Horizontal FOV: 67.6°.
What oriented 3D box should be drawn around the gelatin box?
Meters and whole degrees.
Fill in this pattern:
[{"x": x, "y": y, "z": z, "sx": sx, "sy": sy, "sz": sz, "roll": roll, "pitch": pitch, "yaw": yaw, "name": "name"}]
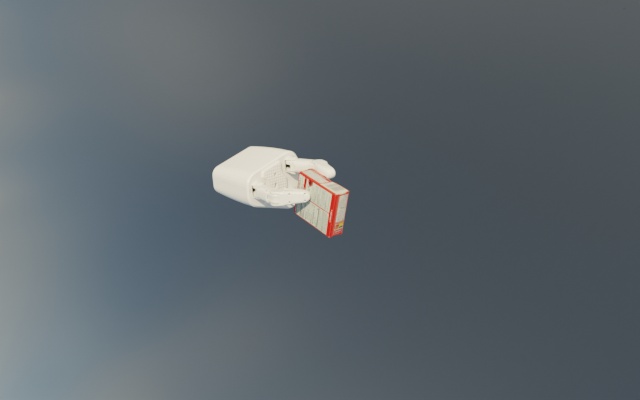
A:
[{"x": 0.000, "y": 0.003, "z": 0.720, "sx": 0.030, "sy": 0.073, "sz": 0.089, "roll": -15, "pitch": 35, "yaw": -38, "name": "gelatin box"}]
